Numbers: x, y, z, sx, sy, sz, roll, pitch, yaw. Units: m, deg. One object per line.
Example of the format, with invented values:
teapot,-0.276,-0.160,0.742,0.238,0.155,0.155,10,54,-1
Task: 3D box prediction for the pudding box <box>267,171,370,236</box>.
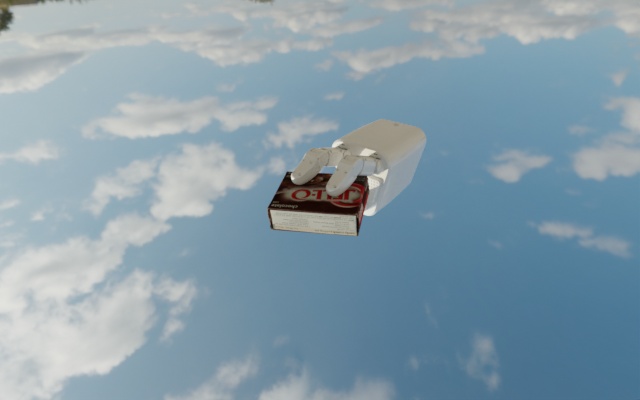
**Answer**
pudding box,0.000,0.002,0.602,0.113,0.039,0.090,2,33,13
